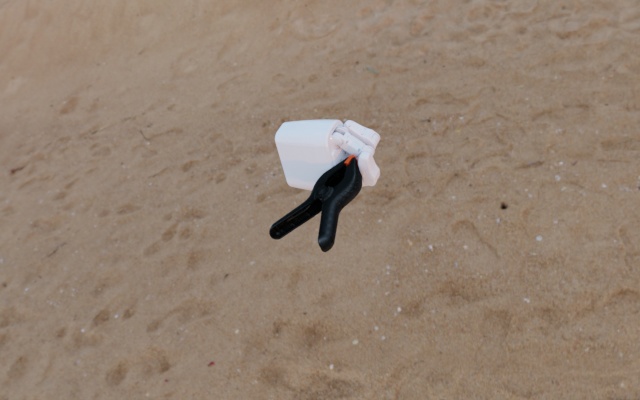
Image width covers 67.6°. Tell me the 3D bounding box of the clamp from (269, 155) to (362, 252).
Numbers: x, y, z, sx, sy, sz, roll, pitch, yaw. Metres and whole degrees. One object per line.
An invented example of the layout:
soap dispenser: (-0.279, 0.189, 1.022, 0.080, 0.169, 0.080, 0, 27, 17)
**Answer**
clamp: (0.000, 0.002, 0.697, 0.120, 0.039, 0.171, 5, 47, 36)
